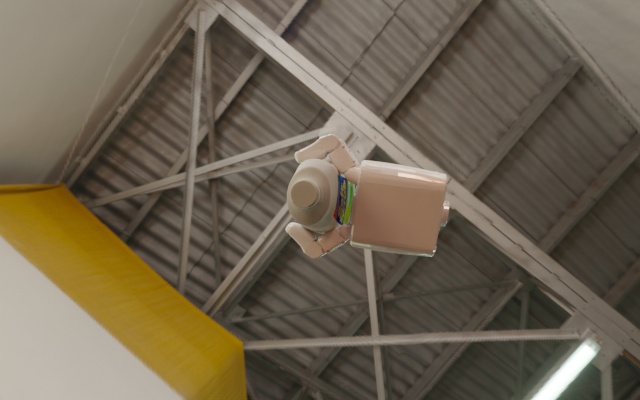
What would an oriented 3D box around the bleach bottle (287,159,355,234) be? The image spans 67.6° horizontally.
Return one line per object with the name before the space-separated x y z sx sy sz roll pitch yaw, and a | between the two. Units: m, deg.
bleach bottle | 0.000 0.002 0.619 0.068 0.102 0.251 9 1 9
